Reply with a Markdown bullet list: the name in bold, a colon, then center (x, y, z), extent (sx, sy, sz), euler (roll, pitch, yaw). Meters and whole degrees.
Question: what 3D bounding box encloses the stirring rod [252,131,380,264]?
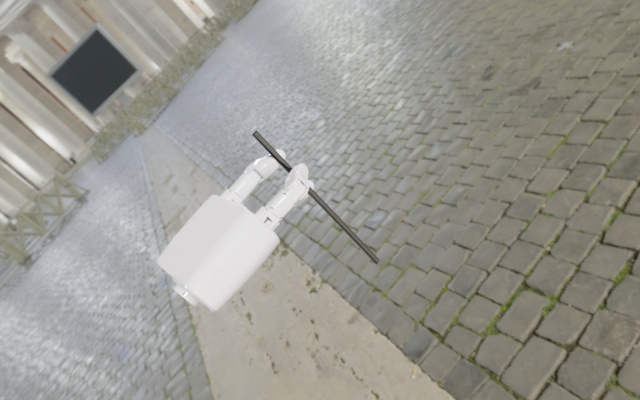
- **stirring rod**: center (0.000, 0.002, 0.602), extent (0.239, 0.011, 0.011), euler (46, -21, -22)
